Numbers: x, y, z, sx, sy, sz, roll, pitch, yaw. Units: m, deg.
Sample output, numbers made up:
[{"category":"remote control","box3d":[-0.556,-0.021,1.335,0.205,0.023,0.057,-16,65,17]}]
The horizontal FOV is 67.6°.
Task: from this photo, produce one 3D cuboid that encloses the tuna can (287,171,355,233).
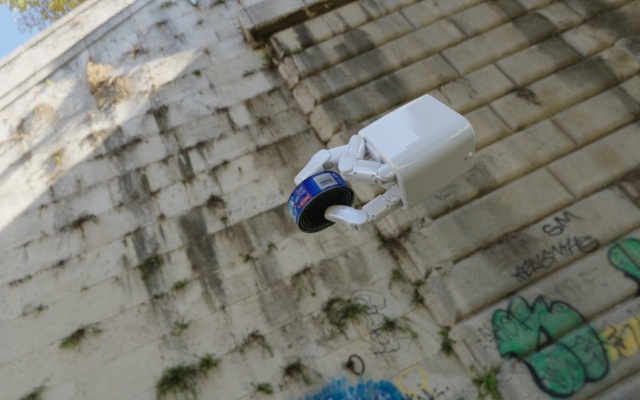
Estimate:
[{"category":"tuna can","box3d":[0.000,0.002,0.629,0.086,0.086,0.033,0,44,-45]}]
